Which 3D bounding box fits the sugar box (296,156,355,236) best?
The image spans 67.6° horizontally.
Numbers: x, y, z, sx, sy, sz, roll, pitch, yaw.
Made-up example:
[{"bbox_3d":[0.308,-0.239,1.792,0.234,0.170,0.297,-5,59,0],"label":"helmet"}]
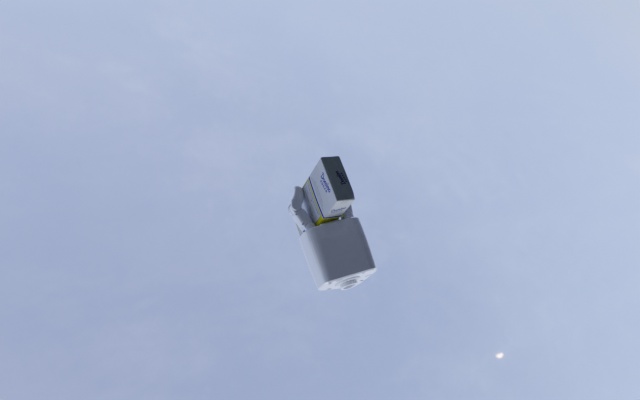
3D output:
[{"bbox_3d":[0.001,0.003,0.898,0.048,0.093,0.176,-6,-26,-30],"label":"sugar box"}]
